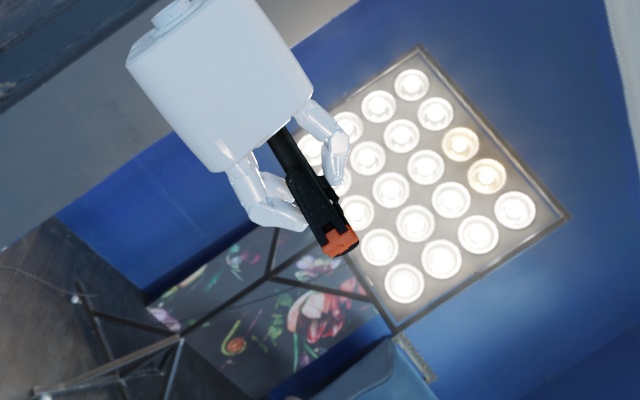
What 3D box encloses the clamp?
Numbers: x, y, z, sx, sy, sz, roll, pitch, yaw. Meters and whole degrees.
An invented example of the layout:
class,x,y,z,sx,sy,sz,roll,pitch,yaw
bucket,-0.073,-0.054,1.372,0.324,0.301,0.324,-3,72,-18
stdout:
class,x,y,z,sx,sy,sz,roll,pitch,yaw
clamp,0.001,0.001,0.468,0.036,0.165,0.210,-35,32,3
